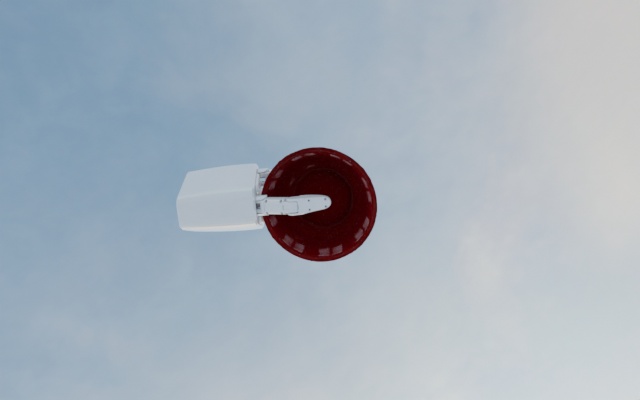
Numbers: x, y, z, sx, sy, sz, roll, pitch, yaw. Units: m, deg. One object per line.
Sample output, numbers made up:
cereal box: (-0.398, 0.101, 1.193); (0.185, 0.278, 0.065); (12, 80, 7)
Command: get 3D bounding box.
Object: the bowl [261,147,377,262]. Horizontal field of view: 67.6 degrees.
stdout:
bowl: (0.001, 0.002, 0.679); (0.162, 0.162, 0.055); (0, 12, 8)
